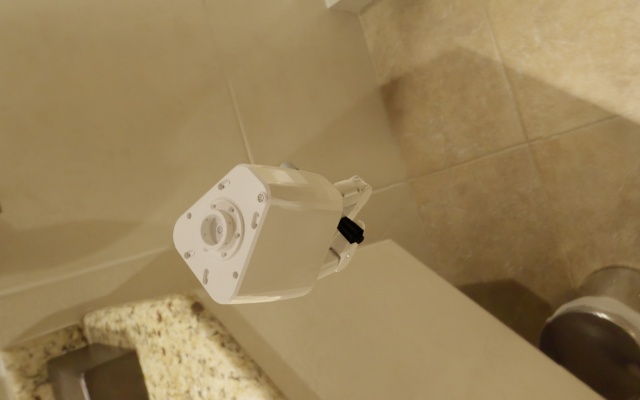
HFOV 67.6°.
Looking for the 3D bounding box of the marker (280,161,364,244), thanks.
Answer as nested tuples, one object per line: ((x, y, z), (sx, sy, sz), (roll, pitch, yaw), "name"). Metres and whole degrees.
((0.000, 0.002, 0.484), (0.121, 0.020, 0.020), (44, 24, 28), "marker")
